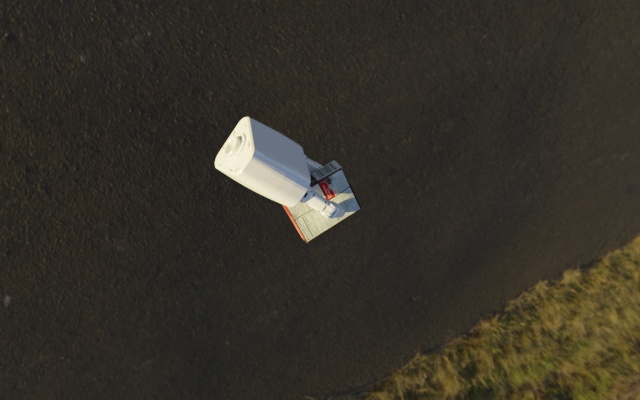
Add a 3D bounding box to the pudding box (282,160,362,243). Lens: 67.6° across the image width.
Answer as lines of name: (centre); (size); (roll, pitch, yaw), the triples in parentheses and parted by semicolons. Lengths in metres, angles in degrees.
pudding box: (0.000, 0.003, 0.778); (0.113, 0.090, 0.039); (-31, 32, -6)
